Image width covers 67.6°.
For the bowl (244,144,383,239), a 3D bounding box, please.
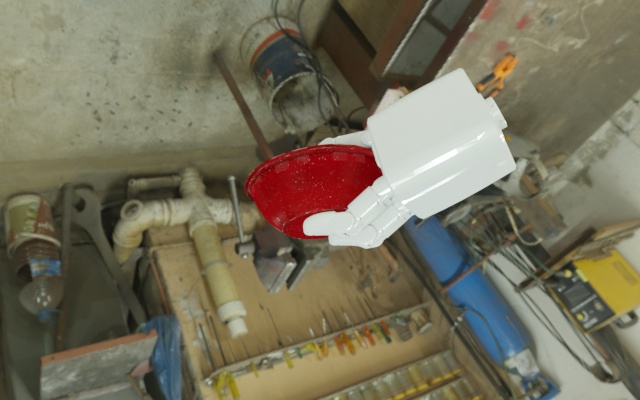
[{"bbox_3d":[-0.001,0.003,0.522,0.162,0.055,0.162,-8,-22,-3],"label":"bowl"}]
